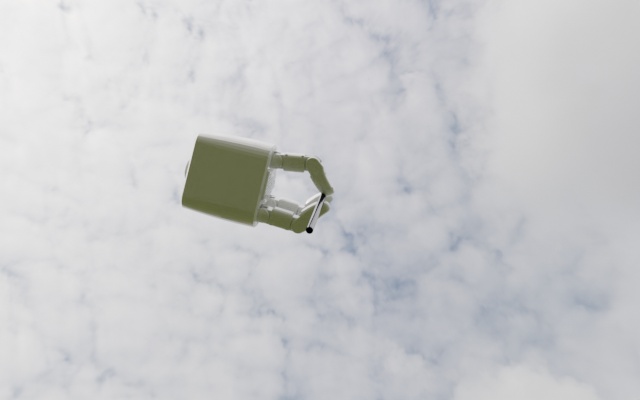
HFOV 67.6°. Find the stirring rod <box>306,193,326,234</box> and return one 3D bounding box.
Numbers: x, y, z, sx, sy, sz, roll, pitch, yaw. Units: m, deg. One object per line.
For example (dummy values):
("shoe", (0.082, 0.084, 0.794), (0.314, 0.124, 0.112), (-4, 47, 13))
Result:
("stirring rod", (0.000, 0.002, 0.619), (0.011, 0.011, 0.239), (0, 14, 6))
